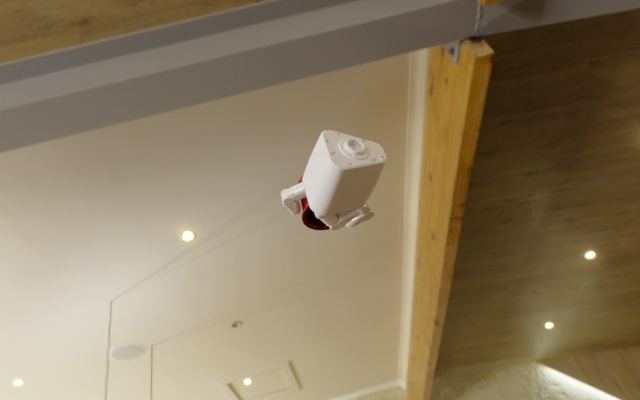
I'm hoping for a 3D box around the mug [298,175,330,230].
[{"bbox_3d":[0.000,0.004,0.884,0.093,0.081,0.117,4,-43,-22],"label":"mug"}]
